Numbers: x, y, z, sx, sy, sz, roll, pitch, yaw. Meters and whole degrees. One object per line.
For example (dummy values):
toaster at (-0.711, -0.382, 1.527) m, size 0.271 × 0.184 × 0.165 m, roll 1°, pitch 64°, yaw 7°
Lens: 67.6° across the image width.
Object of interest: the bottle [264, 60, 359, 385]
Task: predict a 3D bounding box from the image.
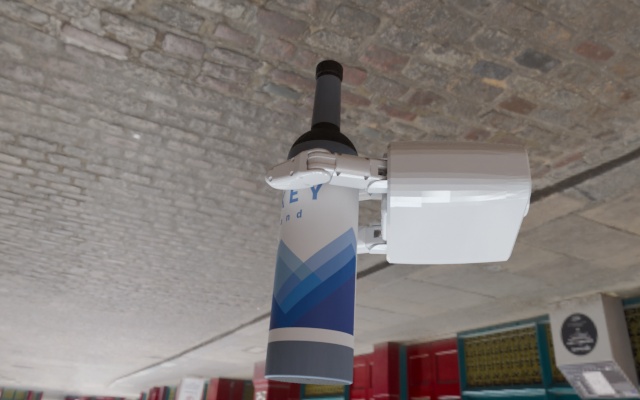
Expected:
bottle at (0.000, 0.002, 0.417) m, size 0.069 × 0.295 × 0.069 m, roll 3°, pitch -24°, yaw 1°
